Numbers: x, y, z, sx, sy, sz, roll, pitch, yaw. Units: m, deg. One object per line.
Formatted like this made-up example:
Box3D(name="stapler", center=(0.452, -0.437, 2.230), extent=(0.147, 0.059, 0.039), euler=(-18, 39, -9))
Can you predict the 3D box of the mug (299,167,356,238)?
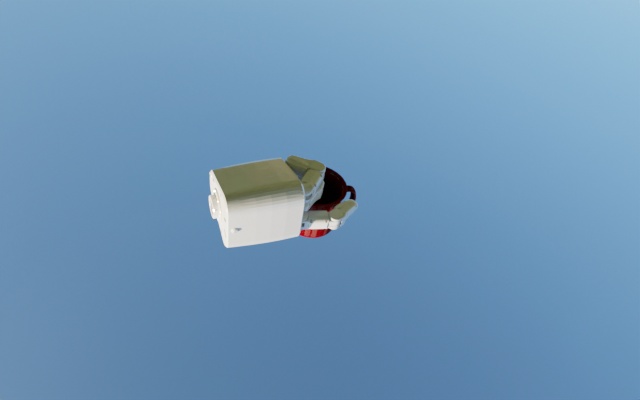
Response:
Box3D(name="mug", center=(0.001, 0.002, 0.754), extent=(0.117, 0.082, 0.093), euler=(-9, 48, -20))
